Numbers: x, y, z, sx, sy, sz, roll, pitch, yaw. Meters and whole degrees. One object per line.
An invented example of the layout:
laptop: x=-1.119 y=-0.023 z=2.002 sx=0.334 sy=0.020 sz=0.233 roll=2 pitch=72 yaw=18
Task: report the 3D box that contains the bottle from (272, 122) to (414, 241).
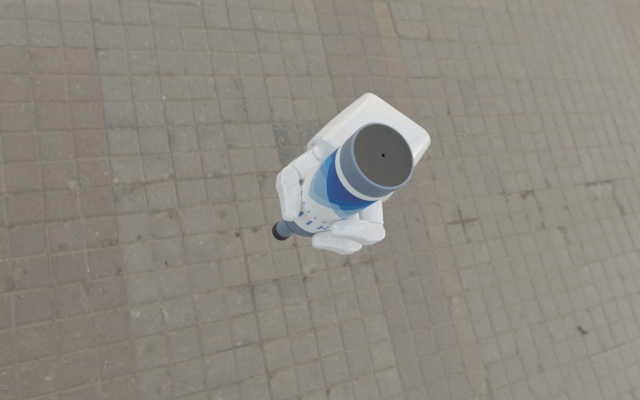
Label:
bottle: x=0.000 y=0.002 z=0.563 sx=0.069 sy=0.069 sz=0.296 roll=0 pitch=-17 yaw=-24
